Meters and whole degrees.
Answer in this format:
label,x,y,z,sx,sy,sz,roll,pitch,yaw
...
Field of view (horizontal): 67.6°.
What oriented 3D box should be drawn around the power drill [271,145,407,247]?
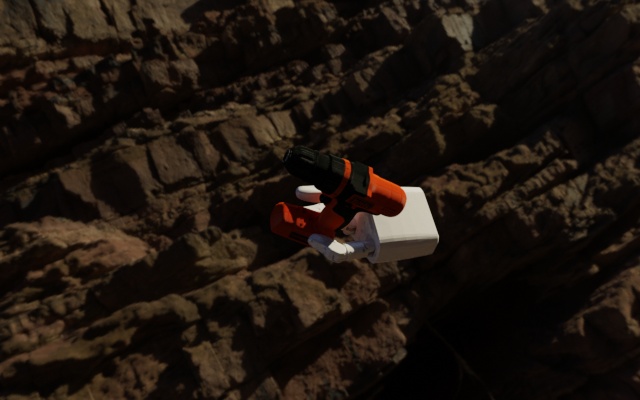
label,x,y,z,sx,sy,sz,roll,pitch,yaw
power drill,0.000,0.002,0.685,0.184,0.057,0.188,23,-33,-22
